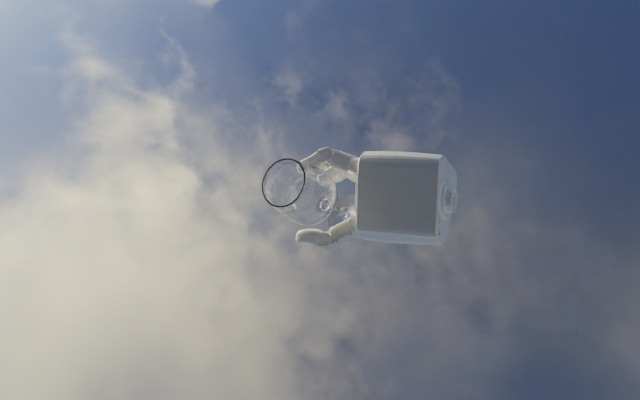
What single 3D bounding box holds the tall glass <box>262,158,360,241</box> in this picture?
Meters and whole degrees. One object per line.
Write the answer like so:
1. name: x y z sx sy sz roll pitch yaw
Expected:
1. tall glass: 0.000 0.002 0.657 0.079 0.079 0.201 0 -14 28
